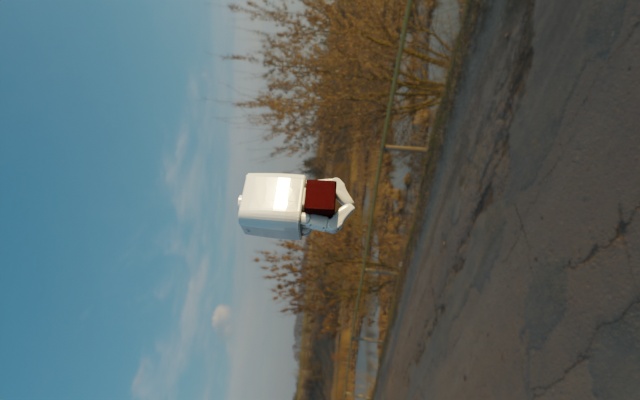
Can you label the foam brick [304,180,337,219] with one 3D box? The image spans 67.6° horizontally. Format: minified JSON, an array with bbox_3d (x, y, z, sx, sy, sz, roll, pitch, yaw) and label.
[{"bbox_3d":[0.000,0.003,0.820,0.051,0.053,0.078,4,-20,2],"label":"foam brick"}]
